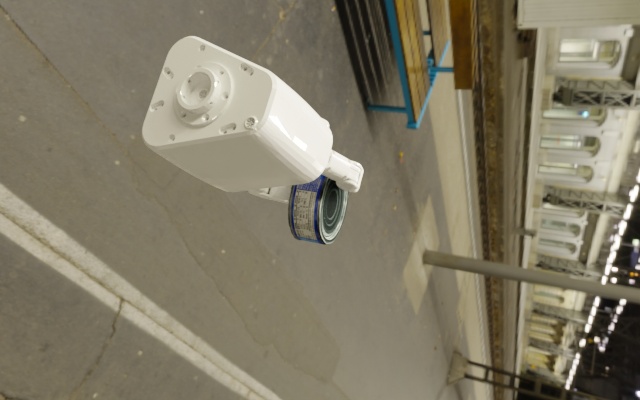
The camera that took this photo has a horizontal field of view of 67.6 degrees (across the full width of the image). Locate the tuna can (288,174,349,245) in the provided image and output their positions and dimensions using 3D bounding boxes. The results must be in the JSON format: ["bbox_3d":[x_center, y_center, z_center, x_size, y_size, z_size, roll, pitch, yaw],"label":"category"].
[{"bbox_3d":[0.001,0.002,0.492,0.034,0.086,0.086,9,3,21],"label":"tuna can"}]
